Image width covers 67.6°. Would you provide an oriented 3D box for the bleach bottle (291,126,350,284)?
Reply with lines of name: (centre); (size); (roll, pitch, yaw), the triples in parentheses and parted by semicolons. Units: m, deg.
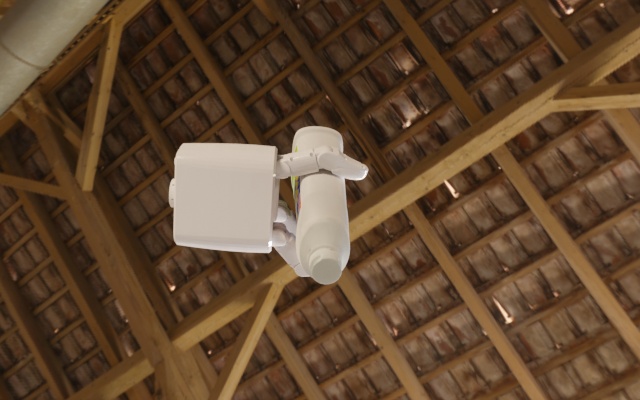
bleach bottle: (0.000, 0.002, 0.545); (0.068, 0.103, 0.250); (3, 26, -5)
